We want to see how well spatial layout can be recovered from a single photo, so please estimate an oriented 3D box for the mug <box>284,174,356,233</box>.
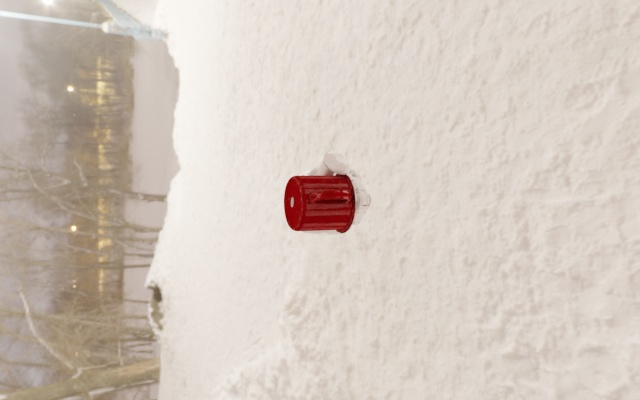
[{"bbox_3d":[0.000,0.002,0.696,0.081,0.093,0.117,-1,-7,-24],"label":"mug"}]
